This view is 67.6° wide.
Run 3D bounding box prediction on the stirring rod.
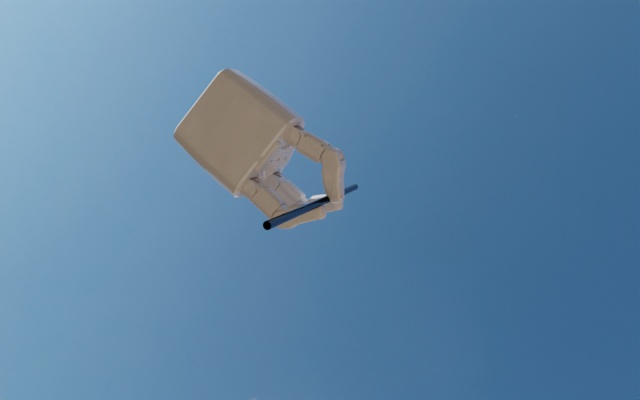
[{"bbox_3d":[0.000,0.002,0.509,0.011,0.011,0.239,0,9,22],"label":"stirring rod"}]
